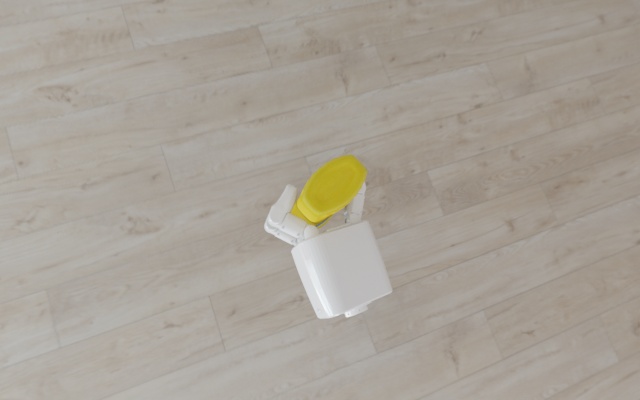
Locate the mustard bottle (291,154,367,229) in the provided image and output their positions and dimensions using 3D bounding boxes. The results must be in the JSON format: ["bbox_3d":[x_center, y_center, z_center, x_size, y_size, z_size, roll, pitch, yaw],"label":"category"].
[{"bbox_3d":[0.000,0.002,0.681,0.096,0.058,0.192,-44,-2,-18],"label":"mustard bottle"}]
